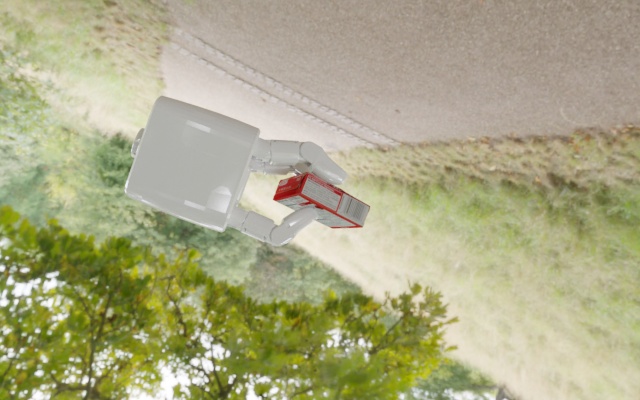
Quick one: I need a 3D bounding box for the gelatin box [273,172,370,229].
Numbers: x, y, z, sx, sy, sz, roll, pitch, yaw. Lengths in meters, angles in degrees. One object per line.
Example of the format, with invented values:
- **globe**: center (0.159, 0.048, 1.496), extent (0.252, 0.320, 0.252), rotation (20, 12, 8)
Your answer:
- **gelatin box**: center (0.000, 0.002, 0.542), extent (0.089, 0.030, 0.073), rotation (28, -16, -22)
